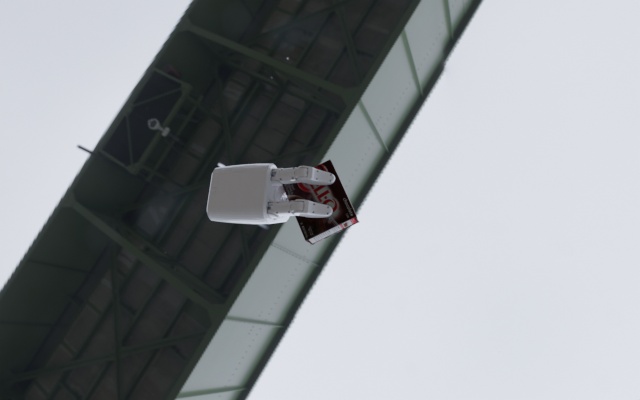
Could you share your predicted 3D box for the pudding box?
[{"bbox_3d":[0.000,0.003,0.772,0.090,0.113,0.039,-27,-21,6],"label":"pudding box"}]
